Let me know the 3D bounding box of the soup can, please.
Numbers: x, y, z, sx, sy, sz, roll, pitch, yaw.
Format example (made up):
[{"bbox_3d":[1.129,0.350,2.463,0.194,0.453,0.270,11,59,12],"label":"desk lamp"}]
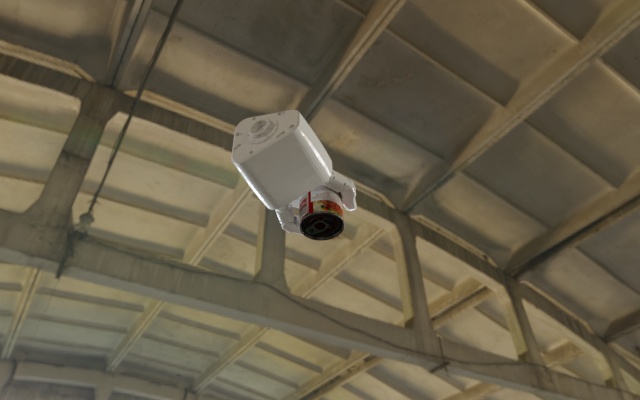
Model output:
[{"bbox_3d":[0.000,0.003,0.751,0.068,0.102,0.069,-2,-42,-2],"label":"soup can"}]
